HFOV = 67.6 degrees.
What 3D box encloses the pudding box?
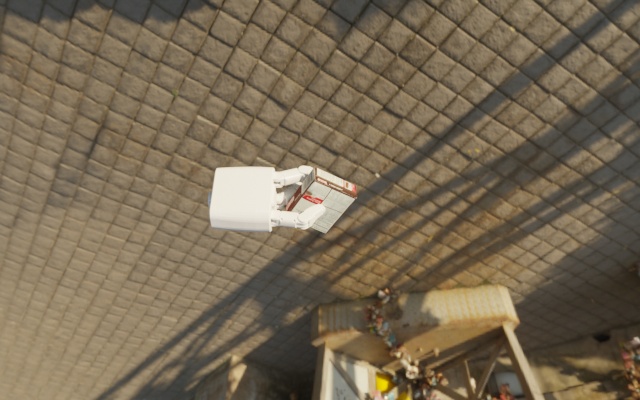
[{"bbox_3d":[0.000,0.003,0.870,0.090,0.039,0.113,23,-49,-20],"label":"pudding box"}]
